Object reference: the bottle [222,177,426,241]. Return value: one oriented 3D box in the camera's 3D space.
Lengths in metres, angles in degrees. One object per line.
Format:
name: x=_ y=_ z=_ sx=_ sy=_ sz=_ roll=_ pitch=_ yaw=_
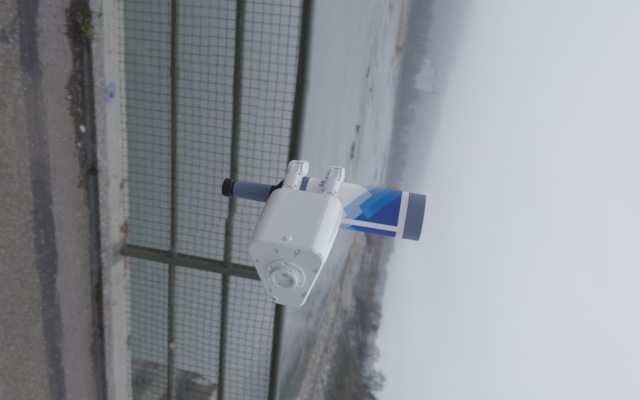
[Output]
bottle: x=0.000 y=0.002 z=0.696 sx=0.295 sy=0.069 sz=0.069 roll=9 pitch=1 yaw=8
